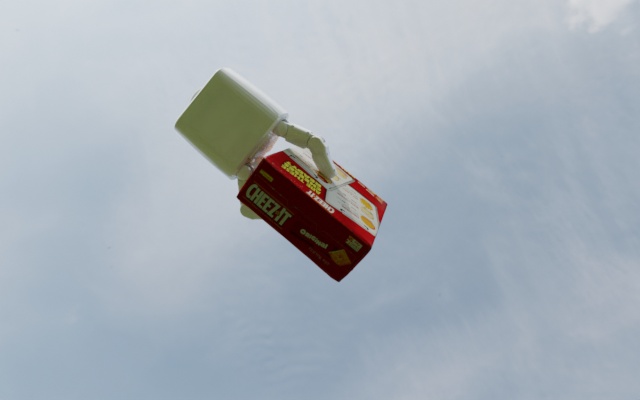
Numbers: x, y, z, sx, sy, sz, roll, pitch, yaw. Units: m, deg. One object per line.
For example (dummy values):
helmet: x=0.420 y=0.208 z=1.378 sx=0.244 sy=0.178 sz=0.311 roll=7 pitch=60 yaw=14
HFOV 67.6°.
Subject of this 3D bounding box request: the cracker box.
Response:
cracker box: x=0.000 y=0.002 z=0.653 sx=0.164 sy=0.072 sz=0.213 roll=39 pitch=18 yaw=2
